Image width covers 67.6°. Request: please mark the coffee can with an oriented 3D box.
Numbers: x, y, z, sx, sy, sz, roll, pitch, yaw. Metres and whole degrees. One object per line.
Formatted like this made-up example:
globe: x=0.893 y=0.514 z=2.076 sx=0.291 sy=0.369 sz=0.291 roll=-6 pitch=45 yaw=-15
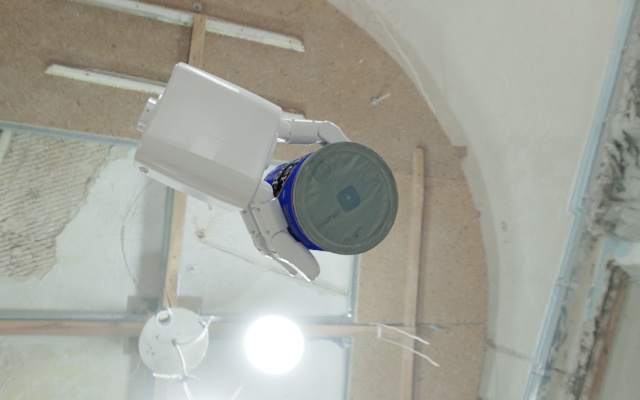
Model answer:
coffee can: x=0.000 y=0.002 z=0.490 sx=0.103 sy=0.103 sz=0.140 roll=0 pitch=-3 yaw=-22
